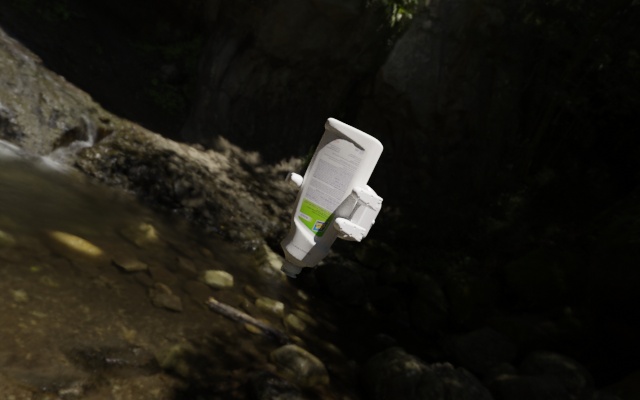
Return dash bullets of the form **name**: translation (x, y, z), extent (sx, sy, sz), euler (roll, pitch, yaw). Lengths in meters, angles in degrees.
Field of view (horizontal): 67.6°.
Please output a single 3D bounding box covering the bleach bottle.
- **bleach bottle**: translation (0.000, 0.003, 0.765), extent (0.102, 0.251, 0.068), euler (28, 0, 19)
